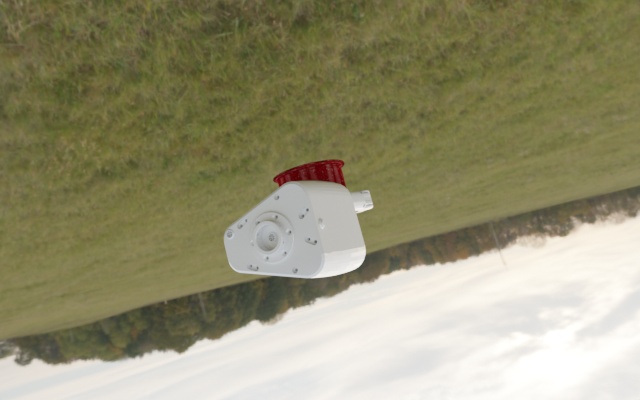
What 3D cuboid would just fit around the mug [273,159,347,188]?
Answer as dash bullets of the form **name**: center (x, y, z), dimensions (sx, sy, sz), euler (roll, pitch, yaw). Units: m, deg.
- **mug**: center (0.001, 0.002, 0.610), dimensions (0.093, 0.081, 0.117), euler (-18, -9, 24)
